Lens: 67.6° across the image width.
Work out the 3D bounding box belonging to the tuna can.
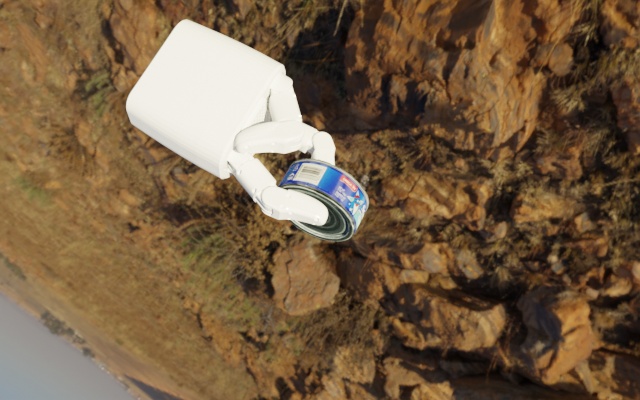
[{"bbox_3d":[0.000,0.002,0.454,0.086,0.033,0.086,21,-31,13],"label":"tuna can"}]
